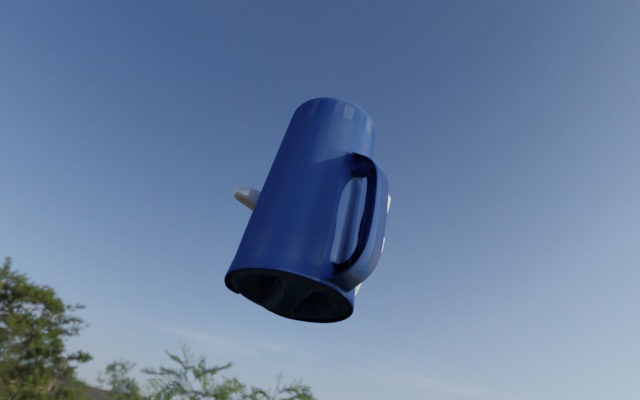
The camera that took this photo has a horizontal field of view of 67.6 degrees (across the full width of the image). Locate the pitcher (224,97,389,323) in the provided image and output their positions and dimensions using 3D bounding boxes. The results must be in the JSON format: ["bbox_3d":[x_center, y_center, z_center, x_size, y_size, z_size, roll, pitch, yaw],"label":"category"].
[{"bbox_3d":[0.000,0.002,0.531,0.149,0.242,0.145,10,-31,7],"label":"pitcher"}]
